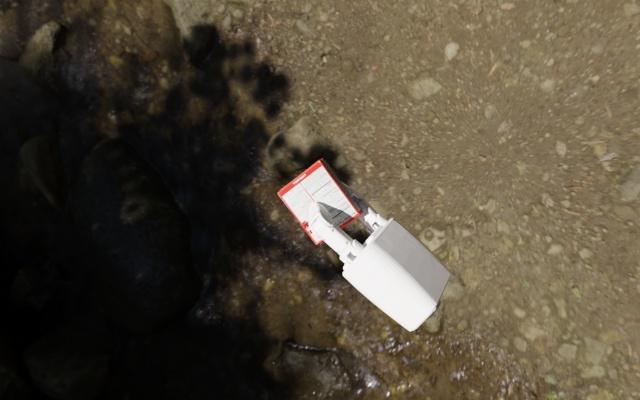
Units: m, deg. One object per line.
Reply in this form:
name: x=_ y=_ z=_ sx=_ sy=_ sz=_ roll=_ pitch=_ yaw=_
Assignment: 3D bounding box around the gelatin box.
gelatin box: x=0.000 y=0.002 z=0.626 sx=0.073 sy=0.089 sz=0.030 roll=-37 pitch=1 yaw=17
